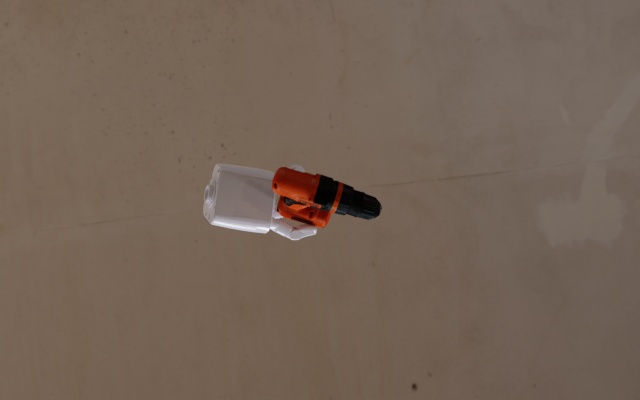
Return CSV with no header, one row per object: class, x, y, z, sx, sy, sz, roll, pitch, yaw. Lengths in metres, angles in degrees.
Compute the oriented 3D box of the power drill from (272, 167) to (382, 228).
power drill,0.000,0.003,0.842,0.184,0.057,0.188,19,-15,-6
